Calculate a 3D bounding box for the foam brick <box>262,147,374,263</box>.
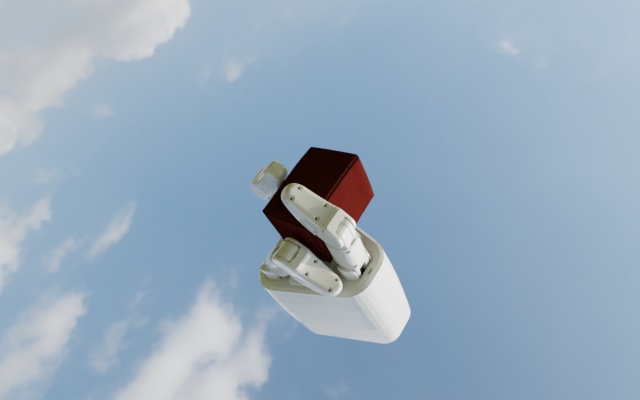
[{"bbox_3d":[0.000,0.001,0.405,0.053,0.078,0.051,17,-28,38],"label":"foam brick"}]
